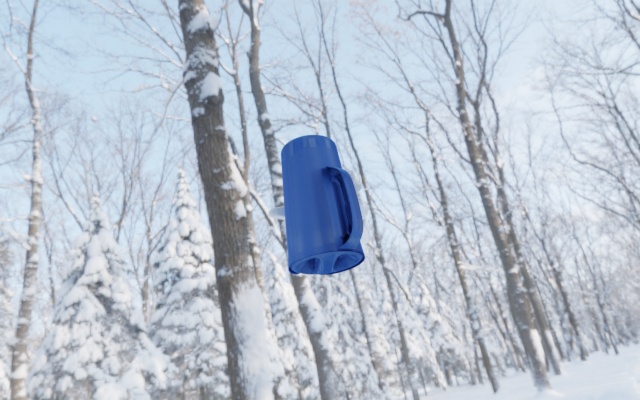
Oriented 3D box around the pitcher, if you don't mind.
[{"bbox_3d":[0.000,0.003,0.854,0.149,0.242,0.145,-14,-24,10],"label":"pitcher"}]
